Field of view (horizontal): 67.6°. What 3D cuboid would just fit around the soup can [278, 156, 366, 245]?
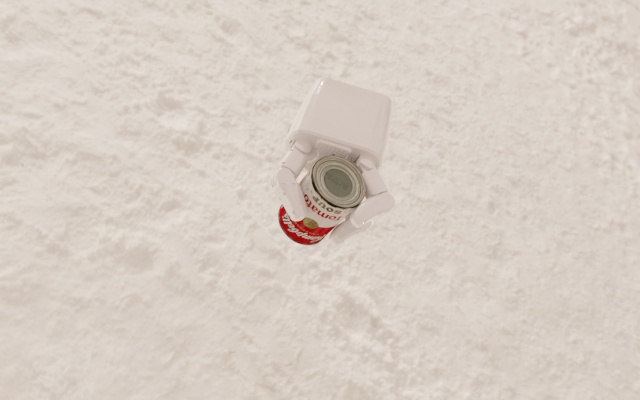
[{"bbox_3d":[0.000,0.002,0.555,0.068,0.068,0.102,0,-27,-28],"label":"soup can"}]
